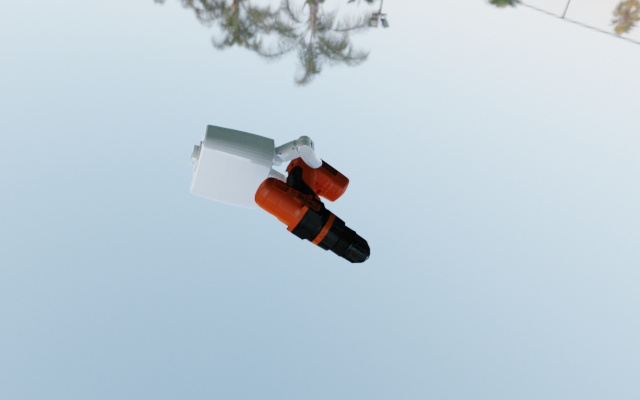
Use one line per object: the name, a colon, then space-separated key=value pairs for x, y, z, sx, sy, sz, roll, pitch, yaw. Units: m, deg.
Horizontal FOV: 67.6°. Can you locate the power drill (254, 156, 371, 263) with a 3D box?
power drill: x=0.000 y=0.002 z=0.729 sx=0.184 sy=0.057 sz=0.187 roll=35 pitch=23 yaw=-9
